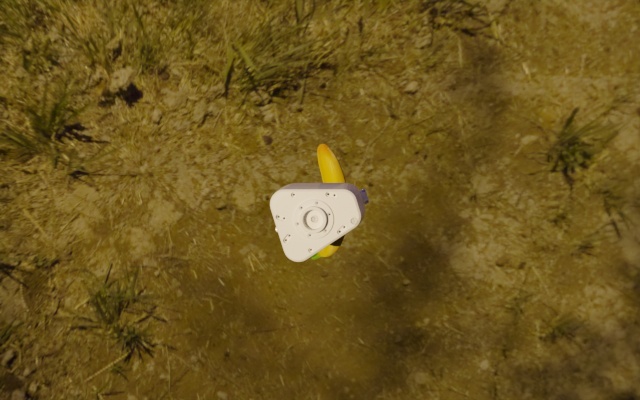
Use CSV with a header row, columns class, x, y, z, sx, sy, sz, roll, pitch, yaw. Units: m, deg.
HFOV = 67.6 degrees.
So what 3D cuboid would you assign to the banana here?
class,x,y,z,sx,sy,sz,roll,pitch,yaw
banana,0.015,0.009,0.776,0.069,0.198,0.037,10,9,32
